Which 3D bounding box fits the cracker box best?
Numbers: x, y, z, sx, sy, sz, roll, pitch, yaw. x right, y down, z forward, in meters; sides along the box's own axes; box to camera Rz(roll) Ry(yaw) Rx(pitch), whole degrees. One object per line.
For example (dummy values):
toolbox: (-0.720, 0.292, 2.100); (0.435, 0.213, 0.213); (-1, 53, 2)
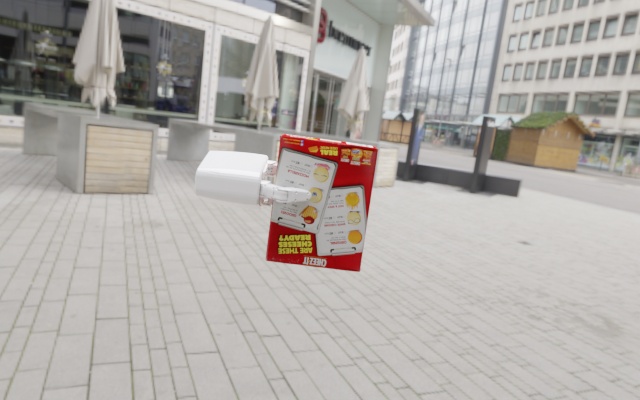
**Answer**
cracker box: (0.000, 0.003, 0.819); (0.164, 0.214, 0.072); (7, 10, -2)
